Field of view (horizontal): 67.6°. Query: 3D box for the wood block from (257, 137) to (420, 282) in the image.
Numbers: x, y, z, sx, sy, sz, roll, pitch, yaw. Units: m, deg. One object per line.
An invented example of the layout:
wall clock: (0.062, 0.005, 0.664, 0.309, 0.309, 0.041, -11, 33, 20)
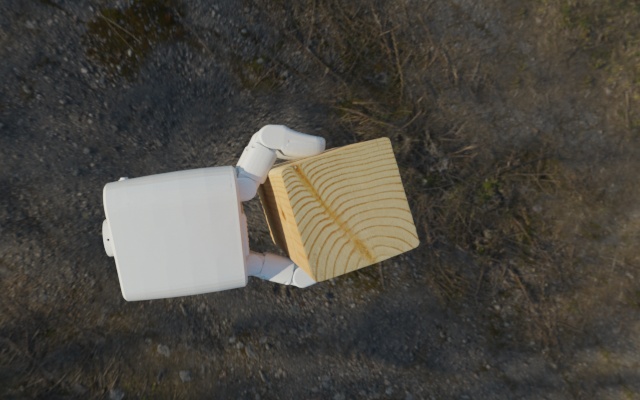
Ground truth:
wood block: (0.000, 0.002, 0.454, 0.090, 0.091, 0.206, -18, 7, -12)
